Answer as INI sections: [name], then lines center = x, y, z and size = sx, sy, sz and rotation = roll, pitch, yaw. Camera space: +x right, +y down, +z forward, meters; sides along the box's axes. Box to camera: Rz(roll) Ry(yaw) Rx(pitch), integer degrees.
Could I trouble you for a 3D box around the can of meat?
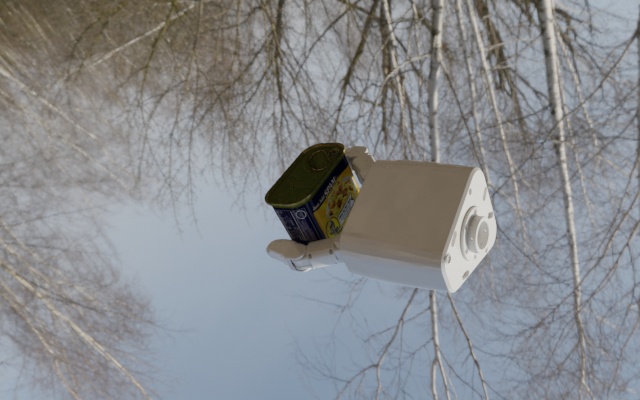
[can of meat]
center = 0.000, 0.002, 0.509
size = 0.057, 0.084, 0.102
rotation = 3, 43, 38
